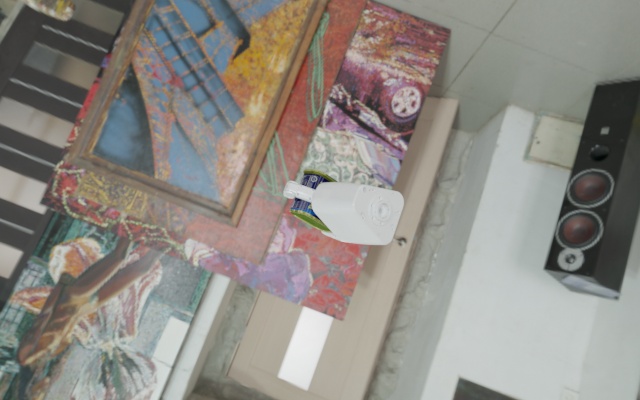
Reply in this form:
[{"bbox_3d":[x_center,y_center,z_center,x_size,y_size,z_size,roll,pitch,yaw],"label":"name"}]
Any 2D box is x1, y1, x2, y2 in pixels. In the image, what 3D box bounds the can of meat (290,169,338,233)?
[{"bbox_3d":[0.000,0.003,0.871,0.102,0.084,0.057,32,-17,-38],"label":"can of meat"}]
